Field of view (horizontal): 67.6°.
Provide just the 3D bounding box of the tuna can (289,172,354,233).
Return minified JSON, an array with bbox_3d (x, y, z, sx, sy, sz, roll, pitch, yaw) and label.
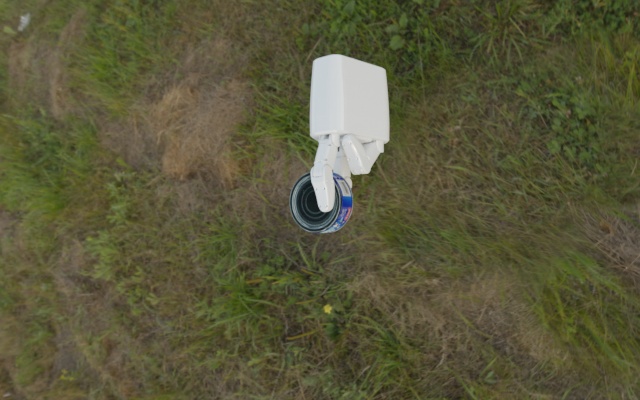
[{"bbox_3d":[0.000,0.002,0.654,0.086,0.086,0.034,0,-1,32],"label":"tuna can"}]
